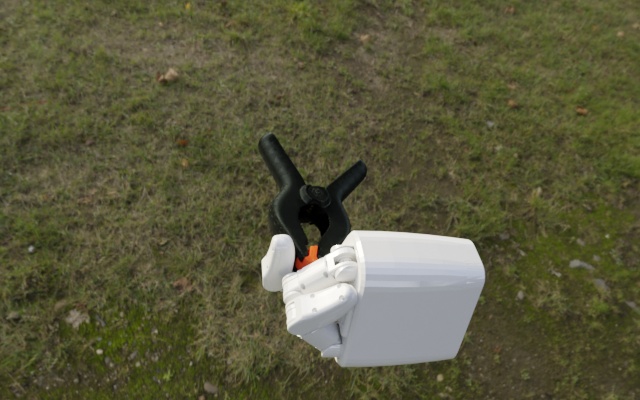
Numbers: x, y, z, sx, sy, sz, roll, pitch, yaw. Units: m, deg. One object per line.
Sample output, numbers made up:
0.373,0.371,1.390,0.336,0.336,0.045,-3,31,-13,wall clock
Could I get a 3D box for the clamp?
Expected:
0.000,0.001,0.467,0.120,0.171,0.039,5,-42,-14,clamp
